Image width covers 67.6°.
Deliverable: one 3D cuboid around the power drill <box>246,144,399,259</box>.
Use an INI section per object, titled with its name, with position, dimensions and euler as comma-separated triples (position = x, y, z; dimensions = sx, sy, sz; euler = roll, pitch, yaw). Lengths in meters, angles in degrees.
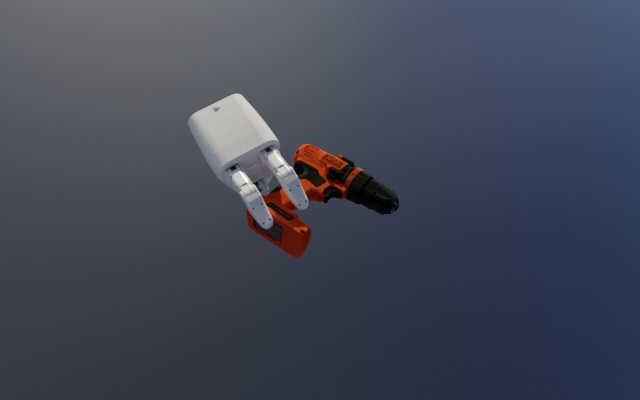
[power drill]
position = 0.000, 0.002, 0.696
dimensions = 0.184, 0.057, 0.187
euler = 29, 44, 22
